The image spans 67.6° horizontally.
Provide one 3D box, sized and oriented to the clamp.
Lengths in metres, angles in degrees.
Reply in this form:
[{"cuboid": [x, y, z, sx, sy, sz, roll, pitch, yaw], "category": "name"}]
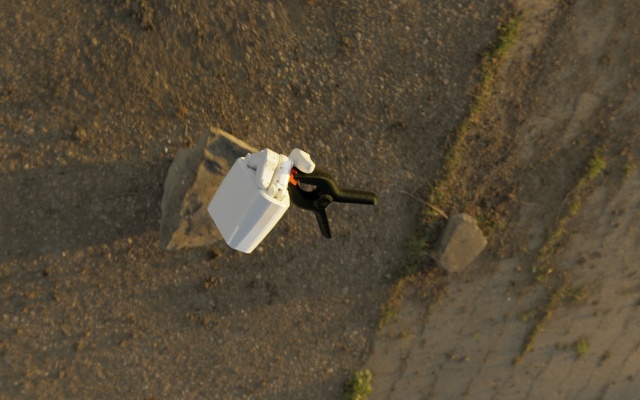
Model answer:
[{"cuboid": [0.000, 0.003, 0.797, 0.171, 0.120, 0.039, 27, 24, -30], "category": "clamp"}]
